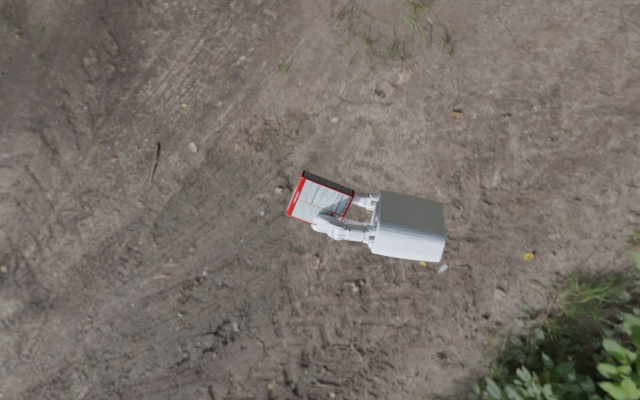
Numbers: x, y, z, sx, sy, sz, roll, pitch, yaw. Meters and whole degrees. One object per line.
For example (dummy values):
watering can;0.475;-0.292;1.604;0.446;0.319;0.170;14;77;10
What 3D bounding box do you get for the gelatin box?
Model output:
gelatin box;0.000;0.003;0.758;0.089;0.073;0.030;20;28;-7
